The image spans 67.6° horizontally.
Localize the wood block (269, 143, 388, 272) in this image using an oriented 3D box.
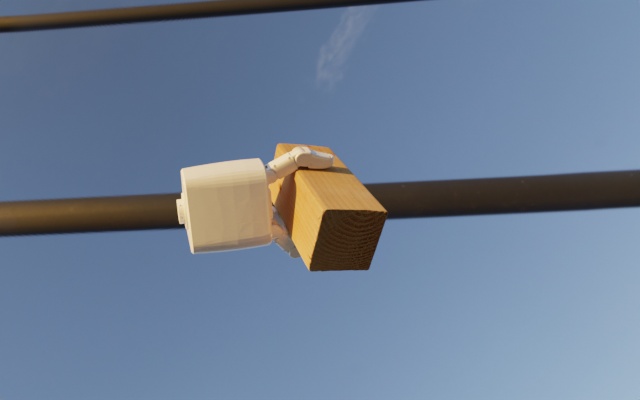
[{"bbox_3d":[0.000,0.002,0.669,0.090,0.091,0.206,3,28,-24],"label":"wood block"}]
